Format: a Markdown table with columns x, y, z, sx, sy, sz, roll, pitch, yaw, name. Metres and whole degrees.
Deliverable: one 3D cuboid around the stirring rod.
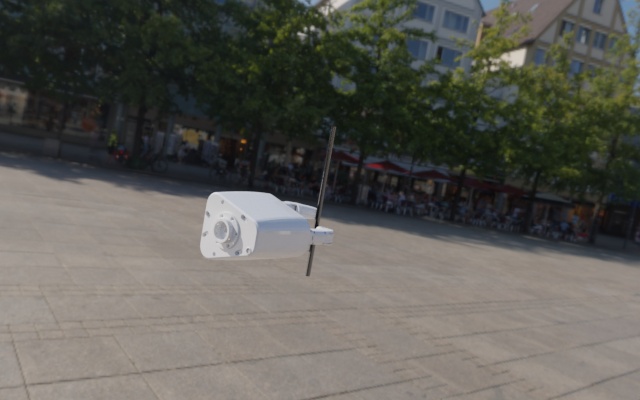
| x | y | z | sx | sy | sz | roll | pitch | yaw | name |
| --- | --- | --- | --- | --- | --- | --- | --- | --- | --- |
| 0.000 | 0.003 | 0.756 | 0.011 | 0.239 | 0.011 | 10 | 4 | -1 | stirring rod |
